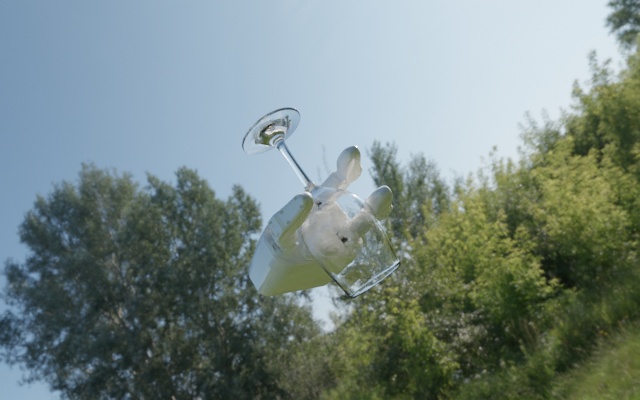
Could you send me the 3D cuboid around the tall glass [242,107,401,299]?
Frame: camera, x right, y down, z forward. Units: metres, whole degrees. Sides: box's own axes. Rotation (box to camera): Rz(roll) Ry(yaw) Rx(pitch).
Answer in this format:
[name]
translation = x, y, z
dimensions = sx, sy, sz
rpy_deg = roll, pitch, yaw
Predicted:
[tall glass]
translation = 0.000, 0.001, 0.498
dimensions = 0.079, 0.201, 0.079
rpy_deg = -32, -17, -11
